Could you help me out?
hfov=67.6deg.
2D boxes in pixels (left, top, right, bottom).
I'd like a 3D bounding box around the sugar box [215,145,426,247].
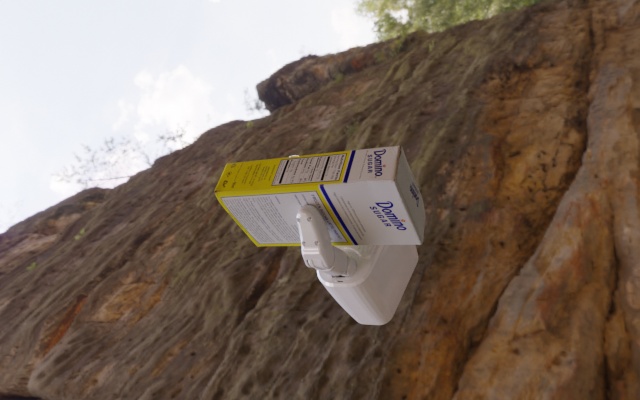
[{"bbox_3d":[0.000,0.001,0.441,0.176,0.048,0.093,-5,-39,24],"label":"sugar box"}]
